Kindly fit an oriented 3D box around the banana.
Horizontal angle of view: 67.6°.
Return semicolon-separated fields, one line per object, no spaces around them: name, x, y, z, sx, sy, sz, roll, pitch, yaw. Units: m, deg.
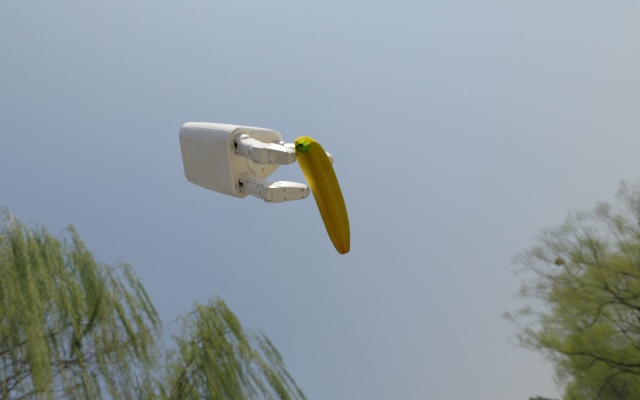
banana;0.002;-0.014;0.618;0.037;0.069;0.198;-7;-47;20
